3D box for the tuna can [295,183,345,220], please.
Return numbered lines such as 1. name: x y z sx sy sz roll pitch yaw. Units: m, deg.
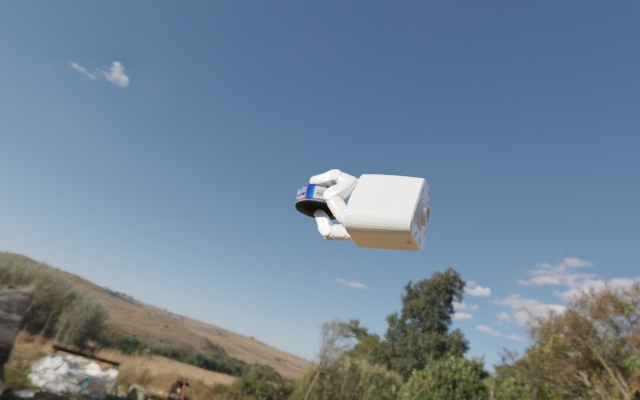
1. tuna can: 0.000 0.002 0.838 0.086 0.033 0.086 10 -22 4
